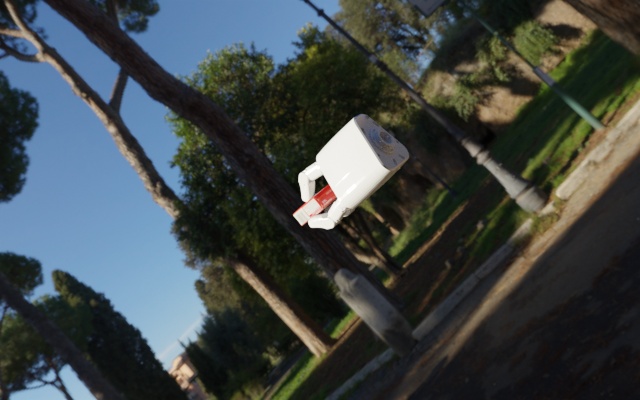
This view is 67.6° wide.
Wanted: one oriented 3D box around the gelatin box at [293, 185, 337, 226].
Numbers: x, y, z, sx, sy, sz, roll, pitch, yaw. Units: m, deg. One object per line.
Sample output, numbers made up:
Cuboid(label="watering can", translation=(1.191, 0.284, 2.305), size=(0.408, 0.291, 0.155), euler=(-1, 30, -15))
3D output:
Cuboid(label="gelatin box", translation=(0.000, 0.003, 0.868), size=(0.073, 0.030, 0.089), euler=(-38, -1, -37))
